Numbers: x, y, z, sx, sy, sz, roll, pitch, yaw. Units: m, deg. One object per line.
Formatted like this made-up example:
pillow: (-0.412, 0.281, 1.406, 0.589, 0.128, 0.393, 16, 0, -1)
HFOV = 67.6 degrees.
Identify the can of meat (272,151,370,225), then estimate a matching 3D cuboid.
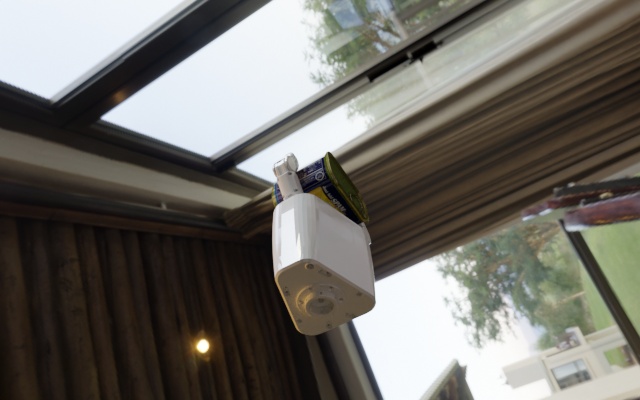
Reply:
can of meat: (0.000, 0.002, 0.597, 0.084, 0.102, 0.057, -28, 36, 15)
